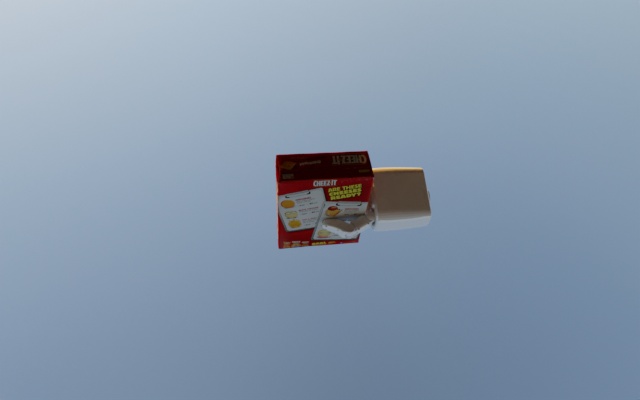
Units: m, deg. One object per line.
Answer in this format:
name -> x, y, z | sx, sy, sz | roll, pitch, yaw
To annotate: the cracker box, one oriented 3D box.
cracker box -> 0.000, 0.003, 0.883 | 0.164, 0.072, 0.214 | -4, -36, -7
